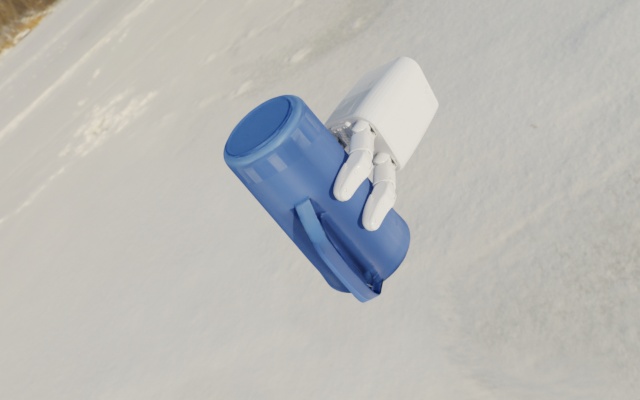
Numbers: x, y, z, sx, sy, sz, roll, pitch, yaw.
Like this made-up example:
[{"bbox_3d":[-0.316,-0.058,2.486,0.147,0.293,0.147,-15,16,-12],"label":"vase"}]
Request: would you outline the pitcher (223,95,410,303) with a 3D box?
[{"bbox_3d":[0.000,0.002,0.568,0.149,0.145,0.243,10,-31,49],"label":"pitcher"}]
